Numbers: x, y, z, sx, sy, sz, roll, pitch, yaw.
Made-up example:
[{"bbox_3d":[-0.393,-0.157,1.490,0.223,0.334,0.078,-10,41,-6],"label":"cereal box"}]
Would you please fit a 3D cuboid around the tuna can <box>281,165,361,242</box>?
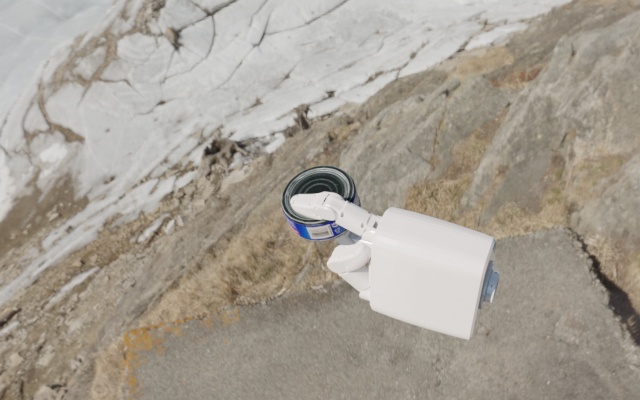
[{"bbox_3d":[0.000,0.001,0.533,0.086,0.086,0.034,0,-38,18],"label":"tuna can"}]
